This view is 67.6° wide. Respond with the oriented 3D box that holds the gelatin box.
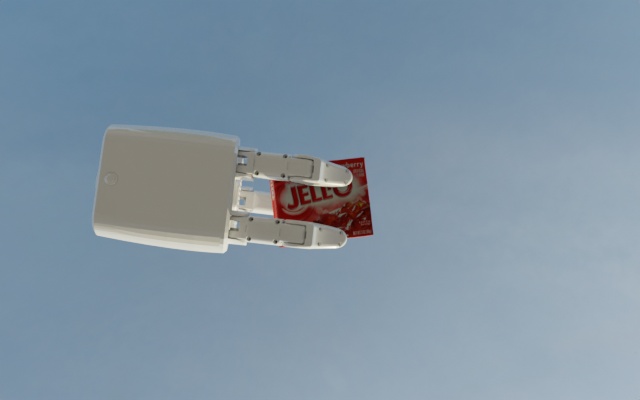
[{"bbox_3d":[0.000,0.001,0.440,0.089,0.073,0.030,-6,-2,-13],"label":"gelatin box"}]
